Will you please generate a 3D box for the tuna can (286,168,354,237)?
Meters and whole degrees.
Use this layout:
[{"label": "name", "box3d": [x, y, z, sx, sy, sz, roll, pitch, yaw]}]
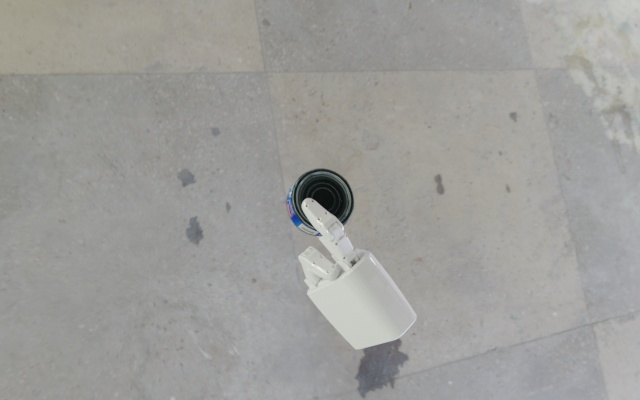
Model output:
[{"label": "tuna can", "box3d": [0.000, 0.002, 0.623, 0.086, 0.086, 0.034, 0, -14, -16]}]
